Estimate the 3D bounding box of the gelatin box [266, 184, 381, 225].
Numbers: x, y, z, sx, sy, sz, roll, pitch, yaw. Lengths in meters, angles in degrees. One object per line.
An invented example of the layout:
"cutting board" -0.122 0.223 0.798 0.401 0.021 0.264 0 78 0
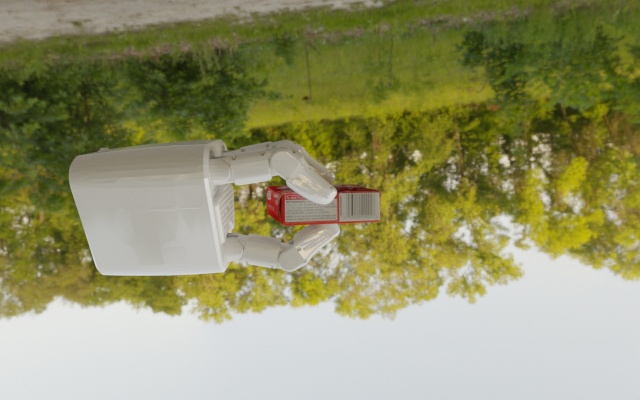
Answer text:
"gelatin box" 0.000 0.002 0.428 0.089 0.030 0.073 -1 6 -14
